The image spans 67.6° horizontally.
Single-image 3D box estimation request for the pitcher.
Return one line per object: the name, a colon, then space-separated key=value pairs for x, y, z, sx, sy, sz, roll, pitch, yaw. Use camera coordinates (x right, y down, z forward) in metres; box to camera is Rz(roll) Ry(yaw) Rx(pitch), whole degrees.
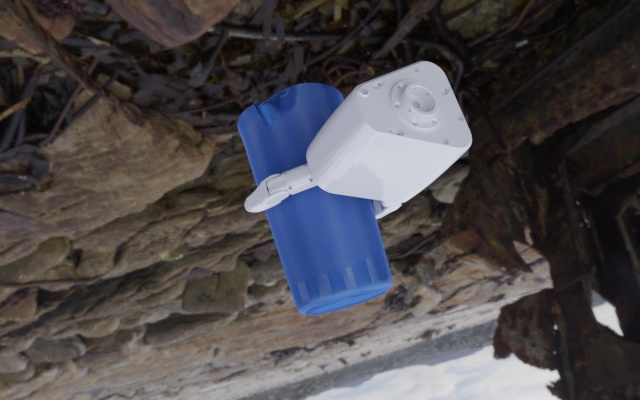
pitcher: x=0.000 y=0.002 z=0.557 sx=0.149 sy=0.242 sz=0.145 roll=-7 pitch=-20 yaw=-27
